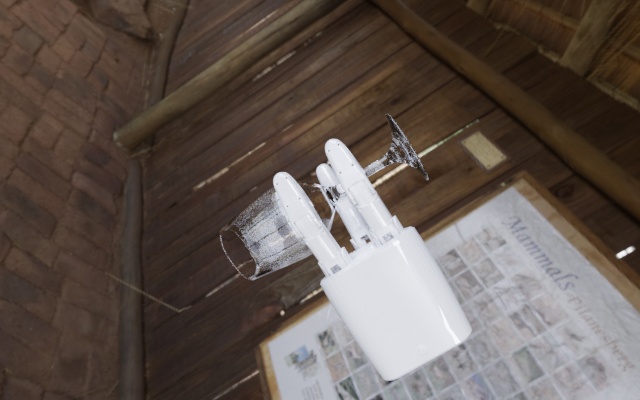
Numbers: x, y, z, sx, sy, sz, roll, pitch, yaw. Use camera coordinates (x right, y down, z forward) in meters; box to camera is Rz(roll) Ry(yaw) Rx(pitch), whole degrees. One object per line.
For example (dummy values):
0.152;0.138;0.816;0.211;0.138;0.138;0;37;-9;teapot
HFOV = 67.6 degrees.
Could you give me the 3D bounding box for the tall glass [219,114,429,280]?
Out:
0.001;0.001;0.468;0.201;0.079;0.079;-32;-5;8;tall glass
